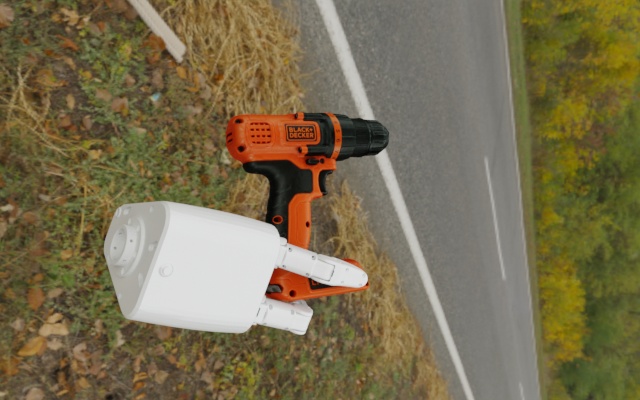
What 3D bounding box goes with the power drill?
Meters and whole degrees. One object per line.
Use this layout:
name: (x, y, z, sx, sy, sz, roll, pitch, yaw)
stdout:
power drill: (0.000, 0.002, 0.492, 0.184, 0.187, 0.057, -4, -6, -27)
